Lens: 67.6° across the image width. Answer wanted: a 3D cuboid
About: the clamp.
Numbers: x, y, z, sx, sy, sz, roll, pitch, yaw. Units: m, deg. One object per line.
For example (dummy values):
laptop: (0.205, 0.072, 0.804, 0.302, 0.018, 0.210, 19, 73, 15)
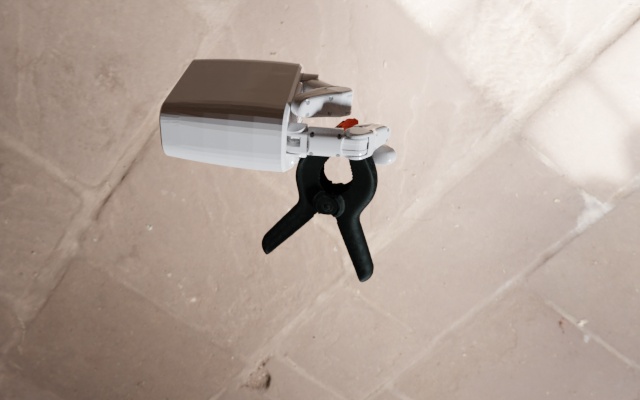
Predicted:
clamp: (0.000, 0.002, 0.470, 0.120, 0.171, 0.039, 5, 26, 3)
